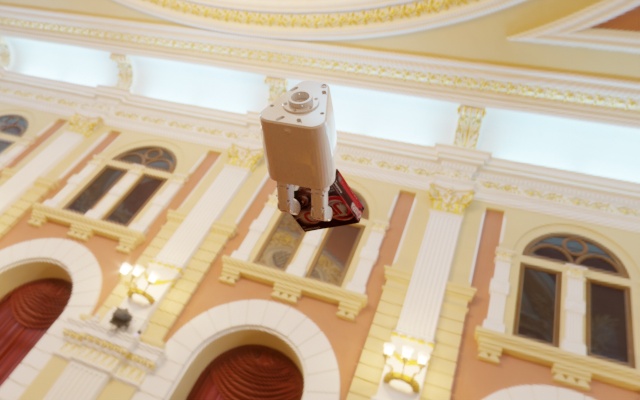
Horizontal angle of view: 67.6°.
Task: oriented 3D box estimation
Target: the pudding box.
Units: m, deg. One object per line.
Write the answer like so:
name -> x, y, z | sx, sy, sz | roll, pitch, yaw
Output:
pudding box -> 0.000, 0.002, 0.763 | 0.113, 0.090, 0.039 | -11, 38, 37
